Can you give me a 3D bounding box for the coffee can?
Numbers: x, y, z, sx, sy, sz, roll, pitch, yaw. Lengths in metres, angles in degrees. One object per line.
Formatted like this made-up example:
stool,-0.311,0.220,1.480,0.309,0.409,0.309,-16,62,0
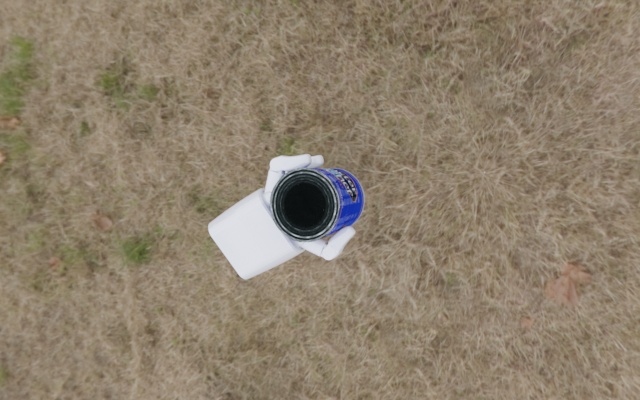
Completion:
coffee can,0.000,0.002,0.712,0.103,0.103,0.140,0,3,19
